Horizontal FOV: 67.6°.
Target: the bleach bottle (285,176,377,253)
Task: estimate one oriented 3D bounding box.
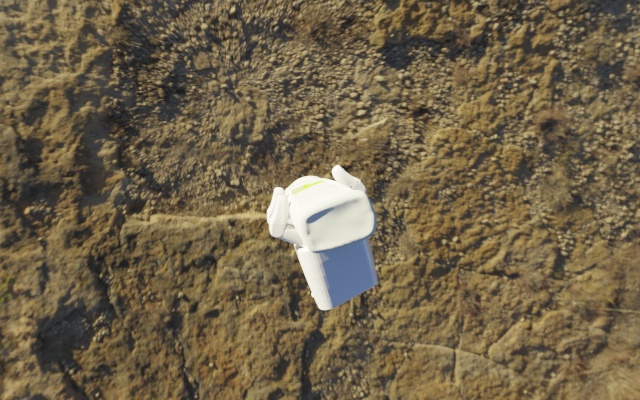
[{"bbox_3d":[0.000,0.002,0.719,0.102,0.068,0.250,-19,16,-5],"label":"bleach bottle"}]
